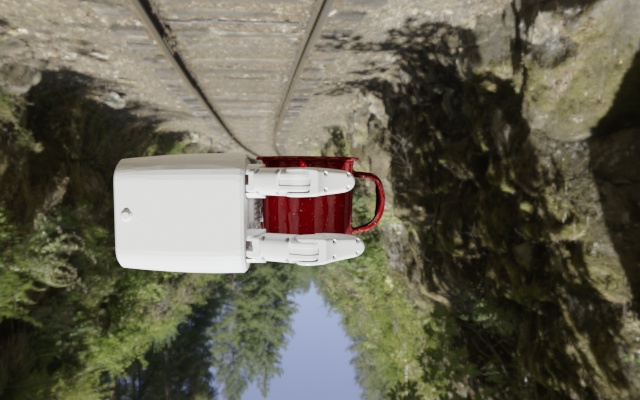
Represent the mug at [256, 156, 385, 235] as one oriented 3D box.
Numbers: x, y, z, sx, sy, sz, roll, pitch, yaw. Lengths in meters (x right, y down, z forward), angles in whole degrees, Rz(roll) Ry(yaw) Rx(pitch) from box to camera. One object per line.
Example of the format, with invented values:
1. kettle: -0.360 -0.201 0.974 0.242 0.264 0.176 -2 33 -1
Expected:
1. mug: 0.002 0.002 0.436 0.117 0.081 0.093 1 4 1
